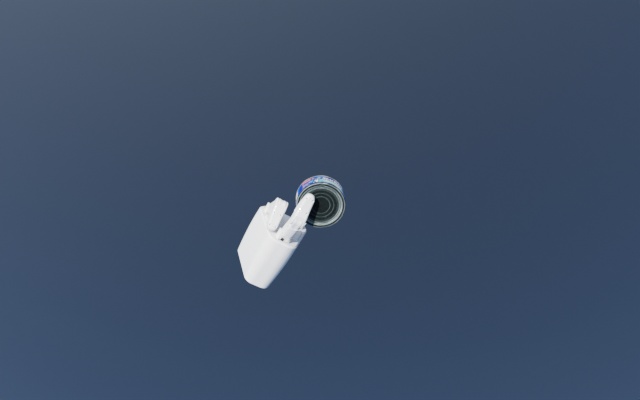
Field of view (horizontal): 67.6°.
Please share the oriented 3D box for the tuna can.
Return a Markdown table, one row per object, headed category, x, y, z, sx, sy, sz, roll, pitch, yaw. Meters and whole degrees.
| category | x | y | z | sx | sy | sz | roll | pitch | yaw |
| --- | --- | --- | --- | --- | --- | --- | --- | --- | --- |
| tuna can | 0.000 | 0.003 | 0.819 | 0.086 | 0.086 | 0.033 | 0 | 23 | -2 |
